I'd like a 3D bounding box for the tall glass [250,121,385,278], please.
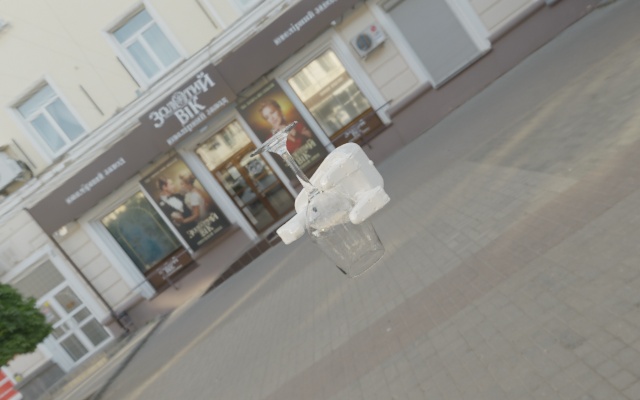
[{"bbox_3d":[0.000,0.002,0.609,0.079,0.201,0.079,-36,6,4],"label":"tall glass"}]
